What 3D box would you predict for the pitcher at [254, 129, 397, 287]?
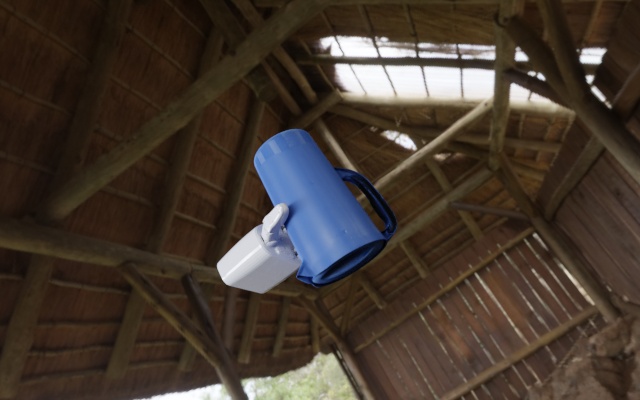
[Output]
[{"bbox_3d":[0.000,0.003,0.773,0.145,0.242,0.149,-41,-23,24],"label":"pitcher"}]
